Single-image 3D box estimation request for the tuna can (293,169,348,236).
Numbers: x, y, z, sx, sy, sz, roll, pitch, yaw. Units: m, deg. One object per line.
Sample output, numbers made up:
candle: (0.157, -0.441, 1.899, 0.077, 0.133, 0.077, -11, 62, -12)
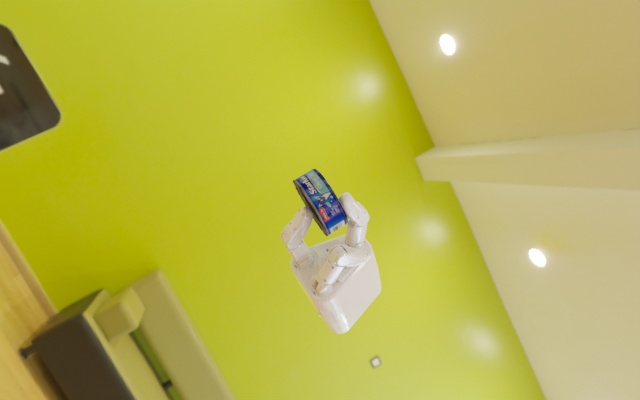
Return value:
tuna can: (0.001, 0.002, 0.620, 0.034, 0.086, 0.086, -32, 4, -6)
